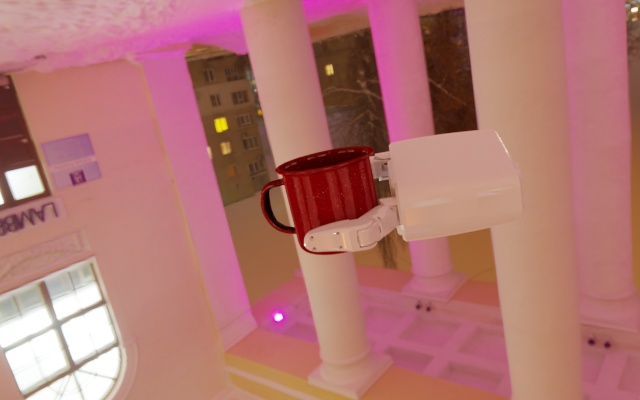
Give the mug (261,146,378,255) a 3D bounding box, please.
[{"bbox_3d":[-0.001,0.002,0.451,0.117,0.081,0.093,-9,15,11],"label":"mug"}]
